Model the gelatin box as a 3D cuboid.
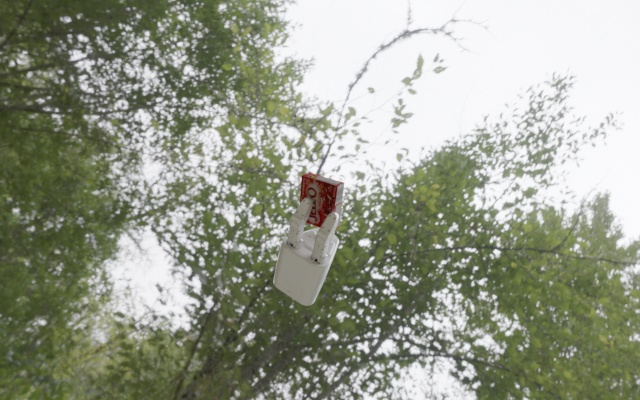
[{"bbox_3d":[0.000,0.002,0.842,0.073,0.089,0.030,18,26,27],"label":"gelatin box"}]
